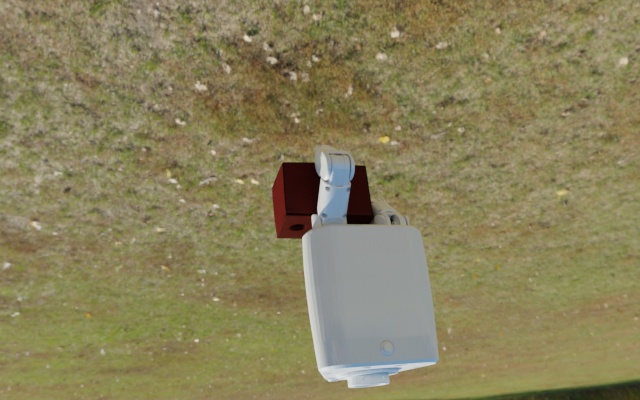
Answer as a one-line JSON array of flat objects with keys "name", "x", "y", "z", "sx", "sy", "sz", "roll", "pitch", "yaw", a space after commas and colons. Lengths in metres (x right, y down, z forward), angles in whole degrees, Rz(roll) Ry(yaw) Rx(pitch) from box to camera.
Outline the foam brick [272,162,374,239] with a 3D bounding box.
[{"name": "foam brick", "x": 0.000, "y": 0.001, "z": 0.422, "sx": 0.078, "sy": 0.051, "sz": 0.053, "roll": 1, "pitch": -25, "yaw": -14}]
